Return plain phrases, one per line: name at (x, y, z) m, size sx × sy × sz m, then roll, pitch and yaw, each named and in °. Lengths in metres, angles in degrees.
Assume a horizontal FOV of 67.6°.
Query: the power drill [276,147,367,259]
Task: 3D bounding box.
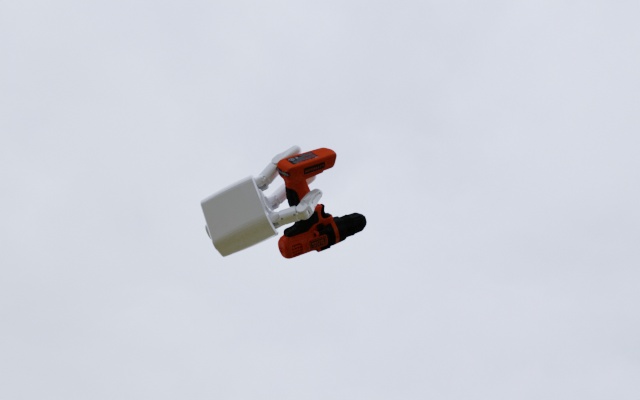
power drill at (0.000, 0.003, 0.874) m, size 0.184 × 0.188 × 0.057 m, roll -19°, pitch 26°, yaw -24°
